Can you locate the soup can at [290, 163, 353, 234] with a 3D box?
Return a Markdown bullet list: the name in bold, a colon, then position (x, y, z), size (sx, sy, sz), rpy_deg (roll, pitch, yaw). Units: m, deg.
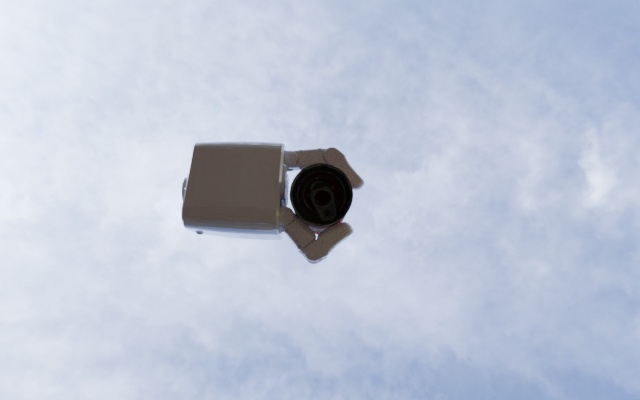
- **soup can**: position (0.001, 0.002, 0.558), size (0.068, 0.068, 0.102), rpy_deg (0, -10, -1)
